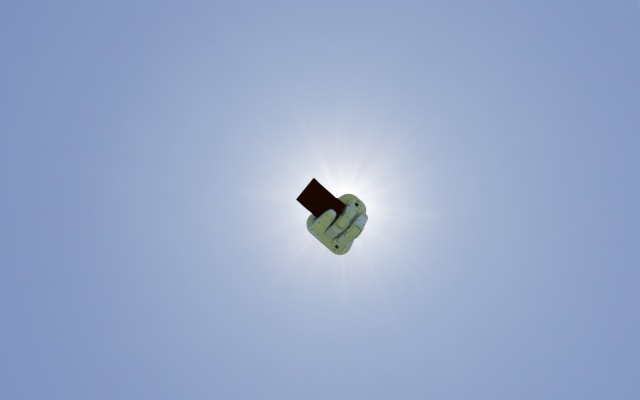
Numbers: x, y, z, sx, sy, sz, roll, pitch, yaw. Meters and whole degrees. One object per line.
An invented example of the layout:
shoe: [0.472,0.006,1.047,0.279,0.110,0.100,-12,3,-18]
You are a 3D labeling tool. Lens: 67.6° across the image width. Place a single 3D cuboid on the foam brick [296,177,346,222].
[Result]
foam brick: [0.000,0.003,0.861,0.078,0.053,0.051,41,1,-2]
